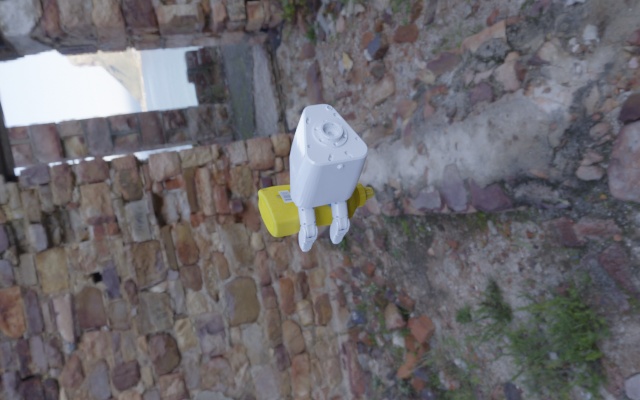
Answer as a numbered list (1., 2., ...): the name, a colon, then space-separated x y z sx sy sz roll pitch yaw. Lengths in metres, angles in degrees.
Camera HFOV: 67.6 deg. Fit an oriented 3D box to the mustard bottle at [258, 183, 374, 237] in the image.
1. mustard bottle: 0.000 0.003 0.791 0.191 0.058 0.096 -11 37 -20
